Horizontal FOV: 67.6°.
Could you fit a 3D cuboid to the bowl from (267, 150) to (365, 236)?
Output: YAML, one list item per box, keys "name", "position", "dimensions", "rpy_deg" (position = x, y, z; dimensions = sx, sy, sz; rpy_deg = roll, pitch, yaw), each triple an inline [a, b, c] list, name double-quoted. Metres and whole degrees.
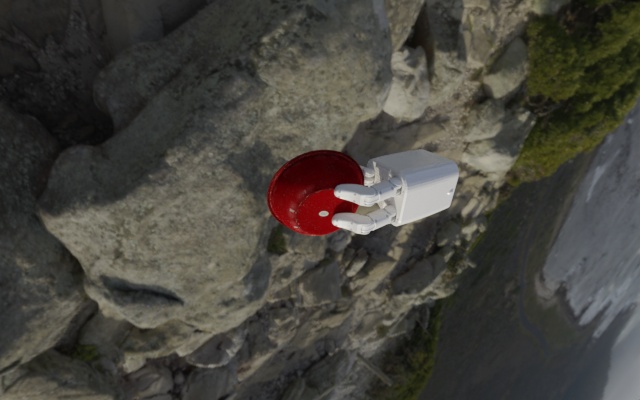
- name: "bowl"
  position: [-0.001, 0.003, 0.746]
  dimensions: [0.162, 0.162, 0.055]
  rpy_deg: [0, 38, -18]
